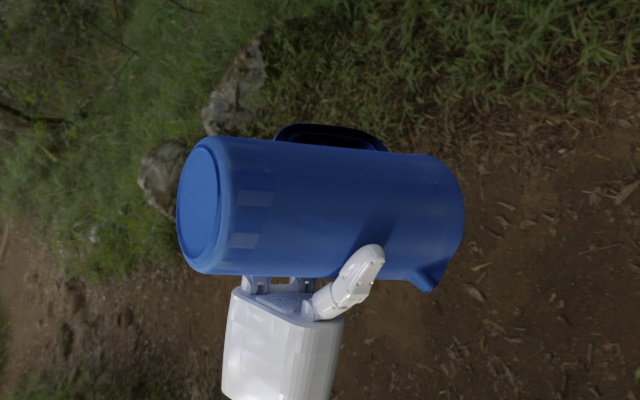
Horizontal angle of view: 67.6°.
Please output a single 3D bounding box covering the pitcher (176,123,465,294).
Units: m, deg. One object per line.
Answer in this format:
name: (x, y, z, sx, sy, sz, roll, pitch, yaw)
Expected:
pitcher: (0.000, 0.002, 0.439, 0.243, 0.145, 0.149, 5, 10, -35)
